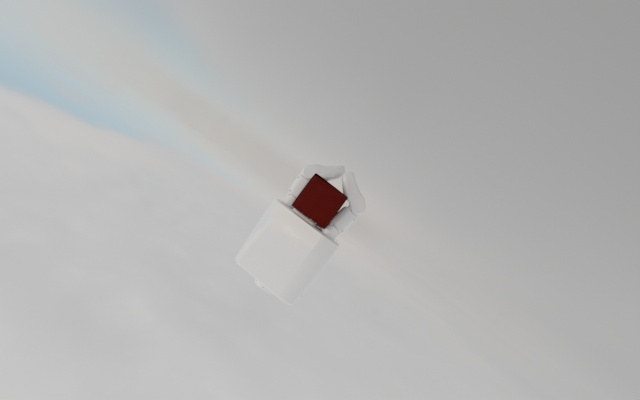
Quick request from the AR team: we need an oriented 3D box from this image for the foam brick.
[{"bbox_3d":[0.000,0.002,0.628,0.053,0.051,0.078,37,0,3],"label":"foam brick"}]
